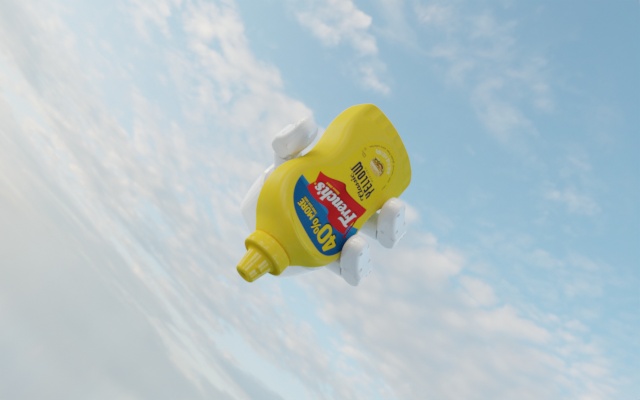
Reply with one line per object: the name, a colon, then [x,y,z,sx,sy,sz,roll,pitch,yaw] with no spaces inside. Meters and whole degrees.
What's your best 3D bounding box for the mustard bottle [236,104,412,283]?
mustard bottle: [0.000,0.001,0.423,0.191,0.096,0.058,-43,28,-27]
